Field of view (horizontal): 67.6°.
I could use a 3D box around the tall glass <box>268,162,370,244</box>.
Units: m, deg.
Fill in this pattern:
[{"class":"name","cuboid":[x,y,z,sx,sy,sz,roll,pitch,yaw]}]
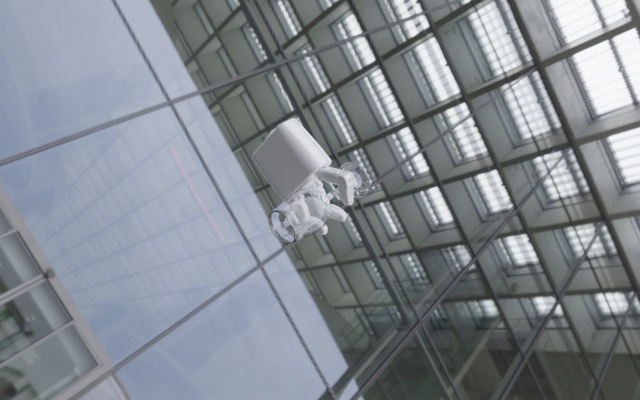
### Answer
[{"class":"tall glass","cuboid":[0.001,0.003,0.845,0.079,0.079,0.201,0,25,45]}]
